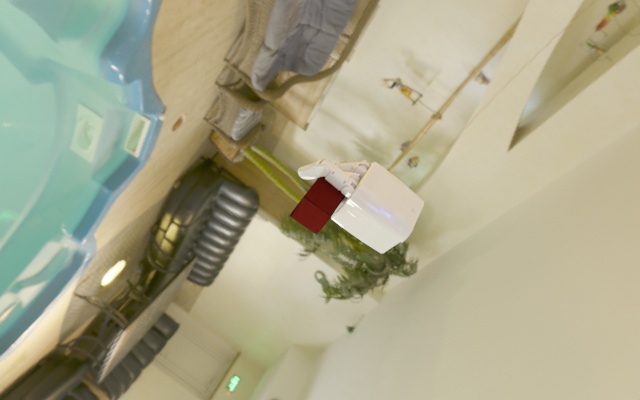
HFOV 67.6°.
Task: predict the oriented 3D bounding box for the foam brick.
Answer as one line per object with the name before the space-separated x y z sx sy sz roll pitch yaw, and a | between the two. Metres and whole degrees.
foam brick | 0.000 0.003 0.730 0.053 0.051 0.078 -52 2 45
